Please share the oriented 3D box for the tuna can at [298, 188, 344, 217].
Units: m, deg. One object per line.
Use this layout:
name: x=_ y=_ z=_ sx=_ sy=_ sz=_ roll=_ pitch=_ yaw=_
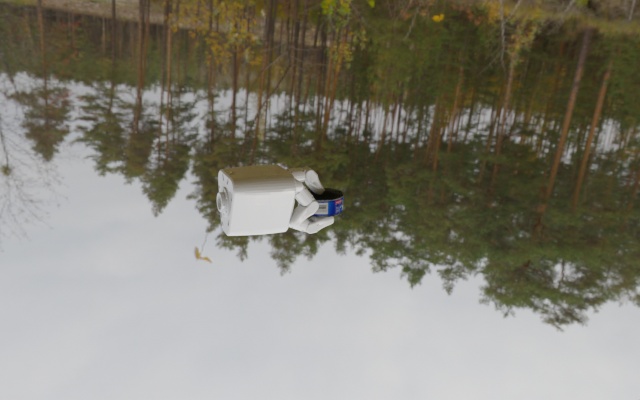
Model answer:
tuna can: x=0.000 y=0.003 z=0.891 sx=0.086 sy=0.034 sz=0.086 roll=1 pitch=16 yaw=0
